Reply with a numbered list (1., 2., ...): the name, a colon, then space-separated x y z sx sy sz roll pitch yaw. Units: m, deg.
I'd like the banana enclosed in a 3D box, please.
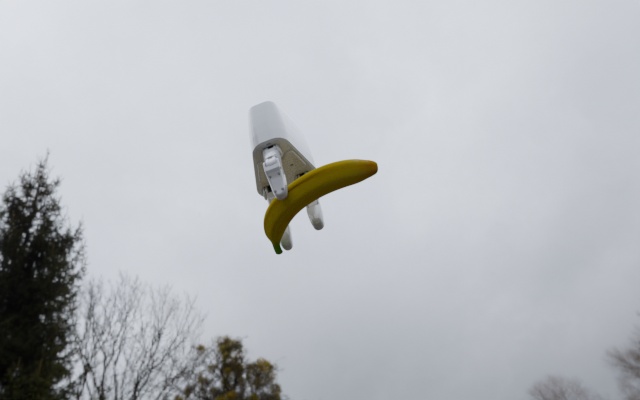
1. banana: -0.015 -0.004 0.648 0.198 0.037 0.070 -40 -50 21
